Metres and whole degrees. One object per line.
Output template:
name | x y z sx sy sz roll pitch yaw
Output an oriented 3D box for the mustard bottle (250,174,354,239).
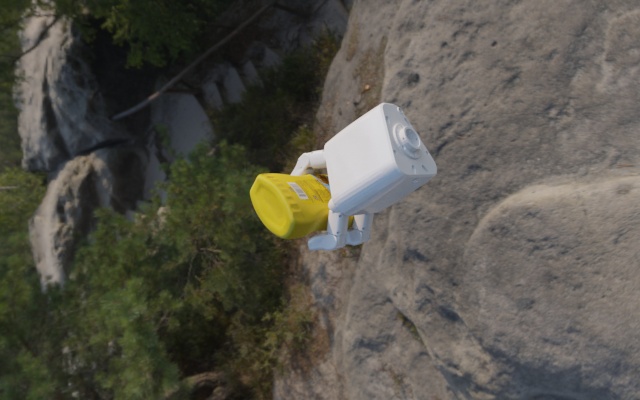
mustard bottle | 0.000 0.002 0.677 0.191 0.058 0.096 -5 44 -47
